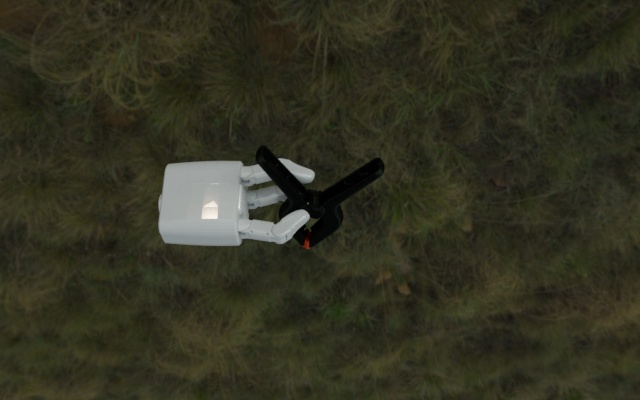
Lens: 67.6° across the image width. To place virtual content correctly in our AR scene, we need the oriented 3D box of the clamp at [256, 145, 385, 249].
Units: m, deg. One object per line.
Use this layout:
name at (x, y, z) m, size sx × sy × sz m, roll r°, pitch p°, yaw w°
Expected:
clamp at (0.000, 0.003, 0.675) m, size 0.164 × 0.036 × 0.210 m, roll 2°, pitch -38°, yaw 2°
